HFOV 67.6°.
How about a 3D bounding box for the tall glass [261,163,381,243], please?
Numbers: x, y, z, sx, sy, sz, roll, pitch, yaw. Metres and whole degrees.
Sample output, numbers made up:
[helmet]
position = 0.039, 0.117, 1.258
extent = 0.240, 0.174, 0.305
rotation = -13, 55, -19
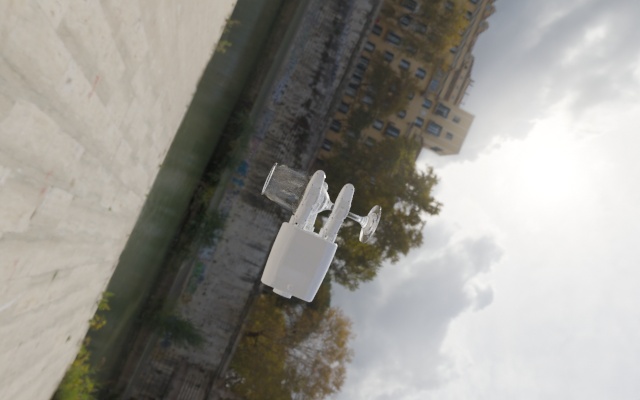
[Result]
[tall glass]
position = 0.001, 0.003, 0.835
extent = 0.201, 0.079, 0.079
rotation = 24, -5, -10
